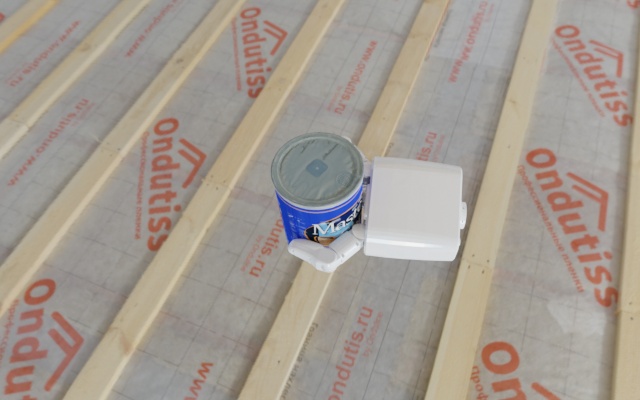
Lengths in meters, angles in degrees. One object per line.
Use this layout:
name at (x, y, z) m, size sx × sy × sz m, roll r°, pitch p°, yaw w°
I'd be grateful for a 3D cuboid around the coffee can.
coffee can at (0.000, 0.002, 0.578) m, size 0.103 × 0.102 × 0.140 m, roll 0°, pitch -33°, yaw 4°
